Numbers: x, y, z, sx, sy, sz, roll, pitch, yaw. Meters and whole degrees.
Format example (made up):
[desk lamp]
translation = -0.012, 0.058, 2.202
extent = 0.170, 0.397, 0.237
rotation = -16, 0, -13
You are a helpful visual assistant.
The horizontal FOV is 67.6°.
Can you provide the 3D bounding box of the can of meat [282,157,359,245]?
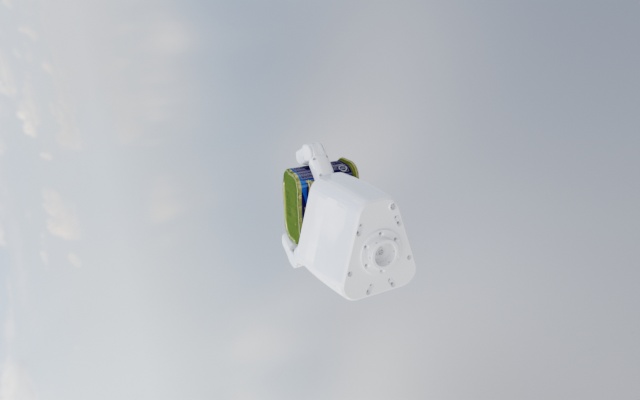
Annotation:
[can of meat]
translation = 0.000, 0.002, 0.614
extent = 0.084, 0.102, 0.057
rotation = -11, 22, -24
